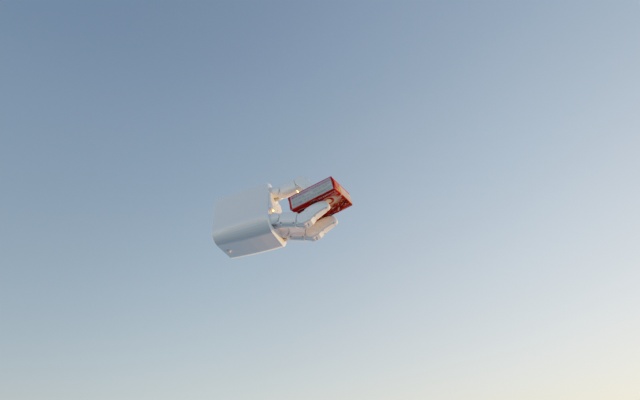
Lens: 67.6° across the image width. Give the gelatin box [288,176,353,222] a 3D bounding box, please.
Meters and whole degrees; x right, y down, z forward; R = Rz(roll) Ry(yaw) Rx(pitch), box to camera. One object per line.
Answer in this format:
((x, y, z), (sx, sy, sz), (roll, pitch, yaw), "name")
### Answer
((0.000, 0.002, 0.824), (0.089, 0.030, 0.073), (-27, -34, 16), "gelatin box")
